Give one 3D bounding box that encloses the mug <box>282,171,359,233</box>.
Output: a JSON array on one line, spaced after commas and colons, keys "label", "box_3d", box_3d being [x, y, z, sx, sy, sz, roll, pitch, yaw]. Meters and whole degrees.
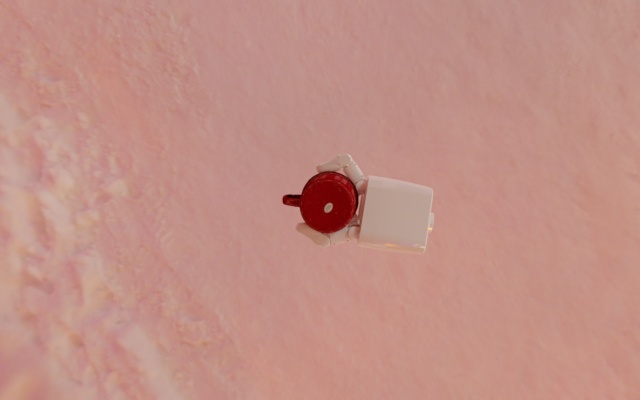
[{"label": "mug", "box_3d": [-0.001, 0.002, 0.723, 0.117, 0.093, 0.081, 7, 7, 3]}]
